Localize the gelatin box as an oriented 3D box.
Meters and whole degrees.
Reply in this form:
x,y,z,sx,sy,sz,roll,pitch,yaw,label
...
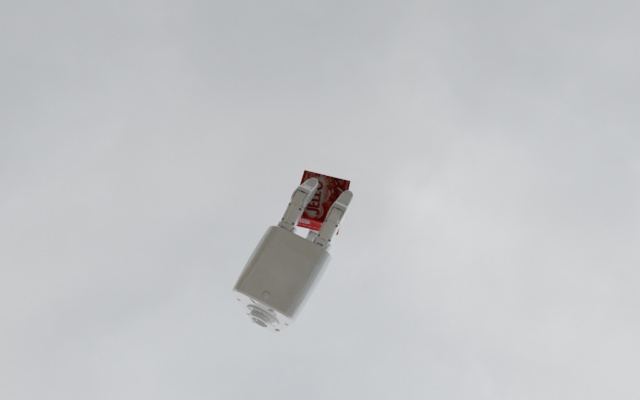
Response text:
x,y,z,sx,sy,sz,roll,pitch,yaw,label
0.000,0.002,0.706,0.073,0.089,0.030,13,-36,4,gelatin box
